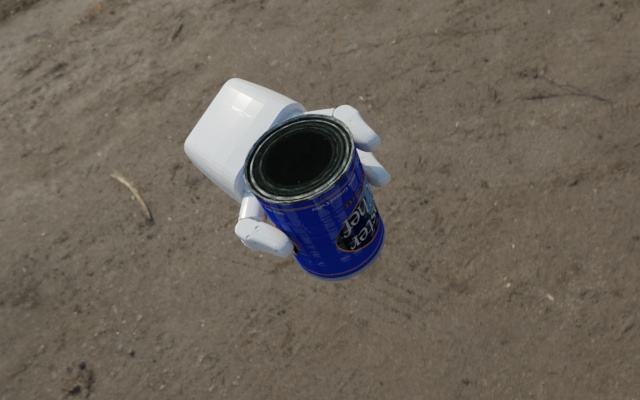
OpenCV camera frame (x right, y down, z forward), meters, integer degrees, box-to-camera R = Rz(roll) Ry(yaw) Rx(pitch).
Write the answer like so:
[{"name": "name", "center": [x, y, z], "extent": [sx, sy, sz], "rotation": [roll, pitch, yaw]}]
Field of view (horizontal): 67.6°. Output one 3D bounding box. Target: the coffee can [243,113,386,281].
[{"name": "coffee can", "center": [0.000, 0.002, 0.466], "extent": [0.103, 0.102, 0.140], "rotation": [0, -36, 21]}]
